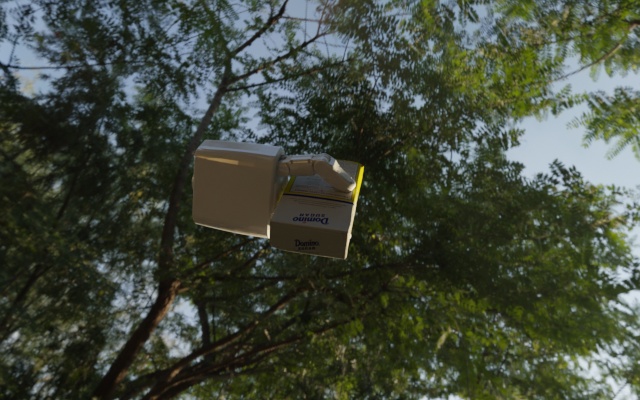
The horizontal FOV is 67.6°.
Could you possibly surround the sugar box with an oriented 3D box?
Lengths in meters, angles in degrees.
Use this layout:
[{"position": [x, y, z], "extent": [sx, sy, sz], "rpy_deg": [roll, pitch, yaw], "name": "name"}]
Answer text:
[{"position": [0.000, 0.002, 0.615], "extent": [0.093, 0.048, 0.176], "rpy_deg": [8, 34, 7], "name": "sugar box"}]
